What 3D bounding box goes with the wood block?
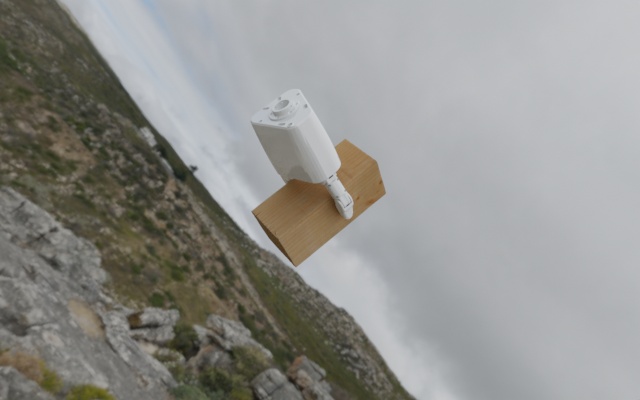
[{"bbox_3d":[0.000,0.003,0.814,0.090,0.206,0.090,42,-15,39],"label":"wood block"}]
